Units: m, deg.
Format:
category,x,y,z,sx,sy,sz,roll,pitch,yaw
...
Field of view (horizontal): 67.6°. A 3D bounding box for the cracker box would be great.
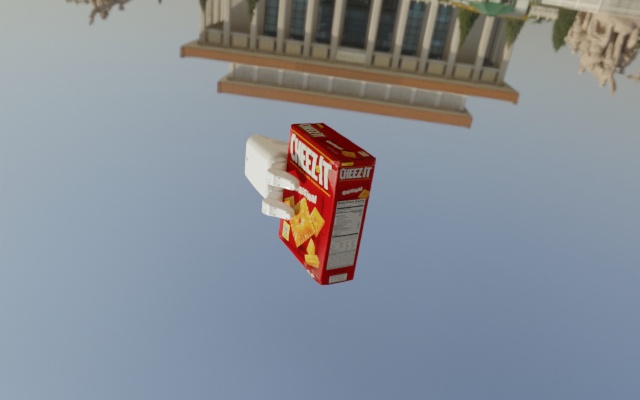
category,x,y,z,sx,sy,sz,roll,pitch,yaw
cracker box,0.000,0.003,0.767,0.072,0.214,0.164,-7,30,-28
